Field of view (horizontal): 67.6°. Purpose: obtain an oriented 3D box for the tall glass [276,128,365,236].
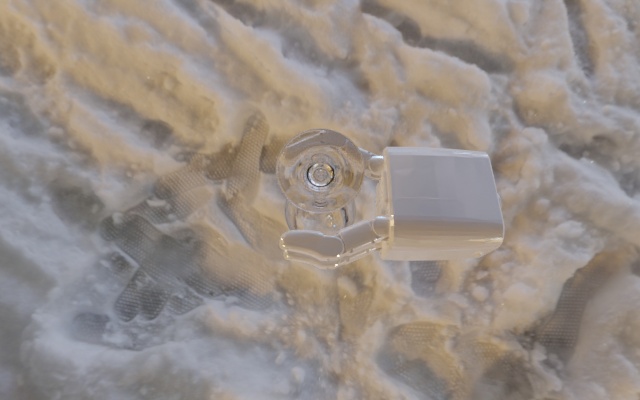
[{"bbox_3d":[0.000,0.001,0.488,0.079,0.079,0.201,0,-16,0],"label":"tall glass"}]
